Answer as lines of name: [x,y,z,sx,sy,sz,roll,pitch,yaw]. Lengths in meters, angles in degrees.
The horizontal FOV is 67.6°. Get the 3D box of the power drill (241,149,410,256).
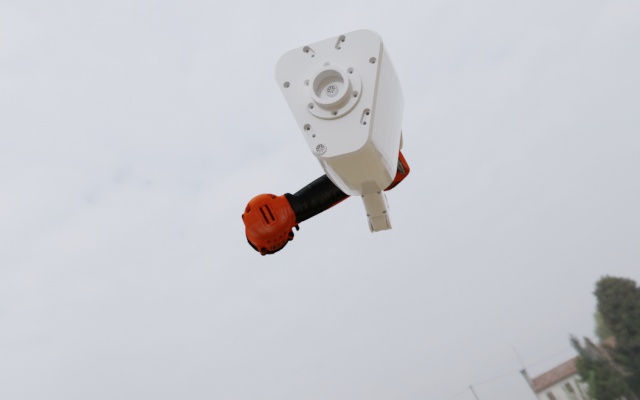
power drill: [0.000,0.001,0.545,0.187,0.057,0.184,-30,-6,-11]
